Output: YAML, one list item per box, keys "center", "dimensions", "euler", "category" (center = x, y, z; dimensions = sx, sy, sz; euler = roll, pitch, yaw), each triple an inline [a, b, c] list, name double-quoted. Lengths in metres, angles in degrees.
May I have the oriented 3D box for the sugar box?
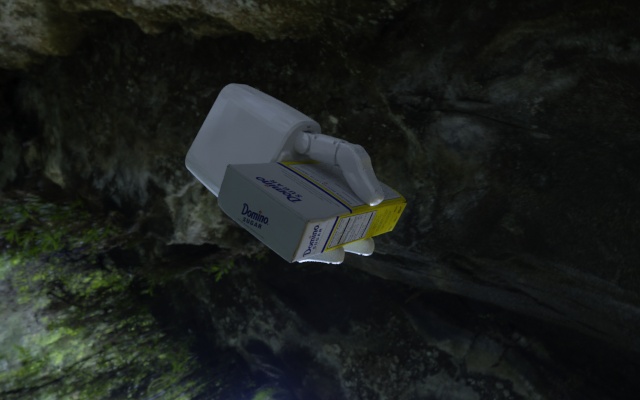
- center: [0.000, 0.002, 0.443]
  dimensions: [0.093, 0.048, 0.176]
  euler: [34, 25, 28]
  category: "sugar box"
